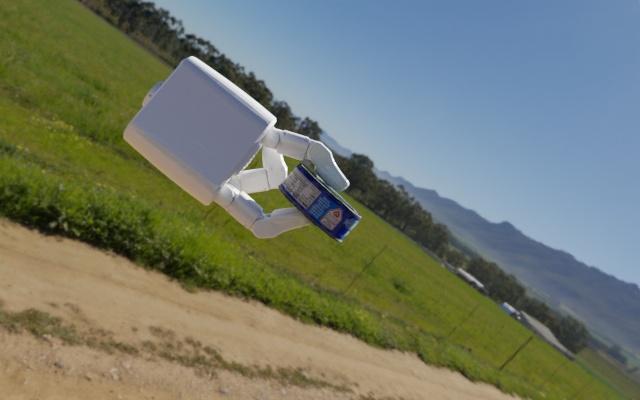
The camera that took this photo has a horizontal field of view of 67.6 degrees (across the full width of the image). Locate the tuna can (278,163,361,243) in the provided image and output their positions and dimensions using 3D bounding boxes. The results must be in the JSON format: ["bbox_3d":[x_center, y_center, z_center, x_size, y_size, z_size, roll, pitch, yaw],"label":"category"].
[{"bbox_3d":[0.001,0.001,0.483,0.086,0.034,0.086,42,4,-4],"label":"tuna can"}]
